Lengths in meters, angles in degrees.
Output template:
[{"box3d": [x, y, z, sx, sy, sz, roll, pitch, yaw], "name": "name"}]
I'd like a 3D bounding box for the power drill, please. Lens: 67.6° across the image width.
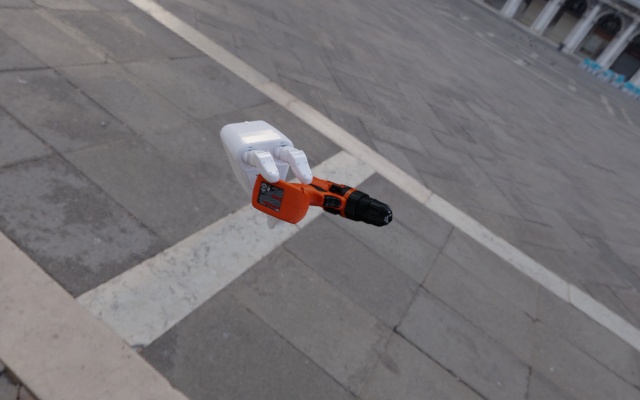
[{"box3d": [0.000, 0.002, 0.757, 0.184, 0.057, 0.187, 19, 10, 36], "name": "power drill"}]
